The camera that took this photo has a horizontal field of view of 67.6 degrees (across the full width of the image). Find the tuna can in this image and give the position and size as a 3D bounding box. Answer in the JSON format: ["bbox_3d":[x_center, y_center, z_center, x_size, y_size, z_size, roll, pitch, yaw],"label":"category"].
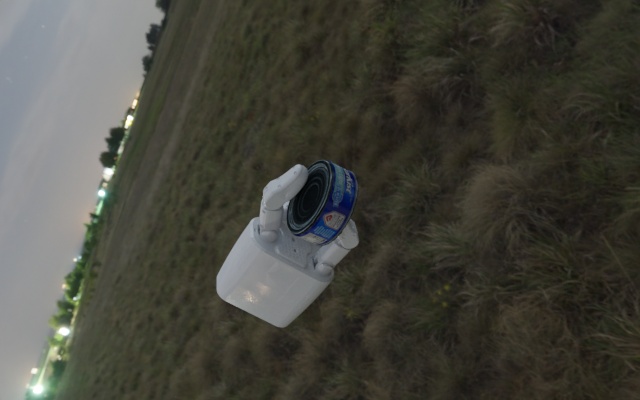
[{"bbox_3d":[0.000,0.001,0.496,0.034,0.086,0.086,25,-12,-26],"label":"tuna can"}]
